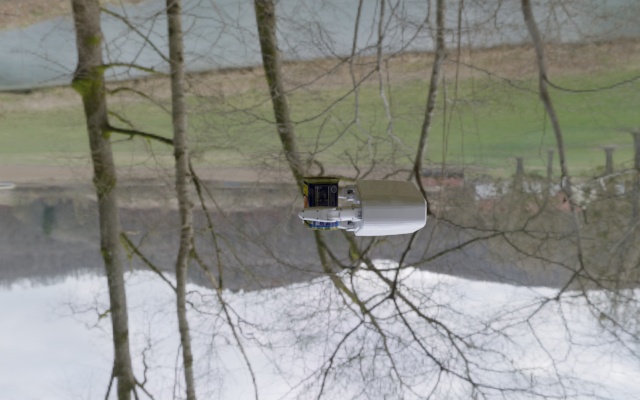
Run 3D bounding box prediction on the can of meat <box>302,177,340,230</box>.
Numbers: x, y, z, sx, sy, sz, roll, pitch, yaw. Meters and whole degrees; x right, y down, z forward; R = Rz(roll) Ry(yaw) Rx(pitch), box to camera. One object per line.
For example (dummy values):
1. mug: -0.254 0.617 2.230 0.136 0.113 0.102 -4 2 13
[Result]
1. can of meat: 0.000 0.003 0.817 0.057 0.084 0.102 -1 6 -8
